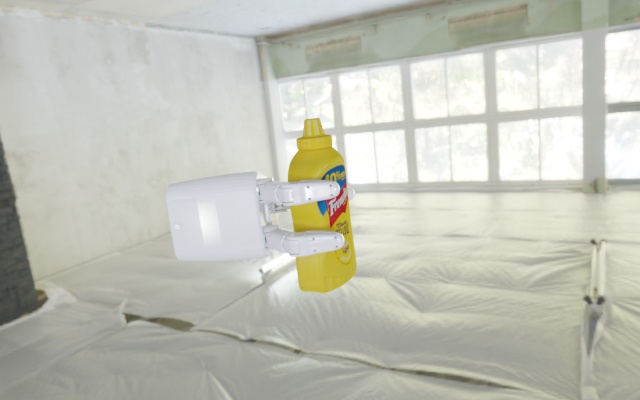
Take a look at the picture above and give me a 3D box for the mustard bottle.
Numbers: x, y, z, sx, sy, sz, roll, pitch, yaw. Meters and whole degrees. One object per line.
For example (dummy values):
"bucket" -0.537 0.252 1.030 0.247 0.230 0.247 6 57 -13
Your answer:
"mustard bottle" 0.000 0.002 0.551 0.058 0.192 0.096 0 13 30
